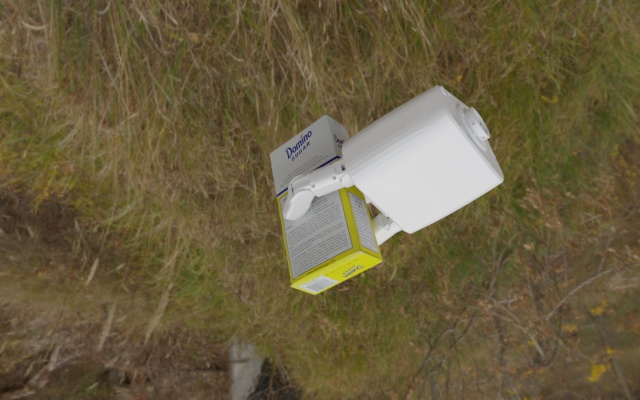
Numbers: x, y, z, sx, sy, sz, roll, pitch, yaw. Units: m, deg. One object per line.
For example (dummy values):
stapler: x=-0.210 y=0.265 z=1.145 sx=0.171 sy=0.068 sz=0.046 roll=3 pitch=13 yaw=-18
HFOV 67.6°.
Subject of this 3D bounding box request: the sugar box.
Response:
sugar box: x=0.001 y=0.002 z=0.519 sx=0.093 sy=0.176 sz=0.048 roll=-31 pitch=-39 yaw=28
